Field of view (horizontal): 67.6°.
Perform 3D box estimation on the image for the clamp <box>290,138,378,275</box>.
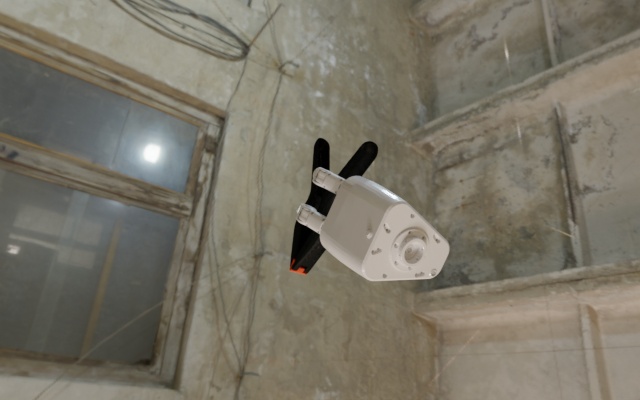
[{"bbox_3d":[0.001,0.003,0.691,0.036,0.210,0.164,20,7,-25],"label":"clamp"}]
